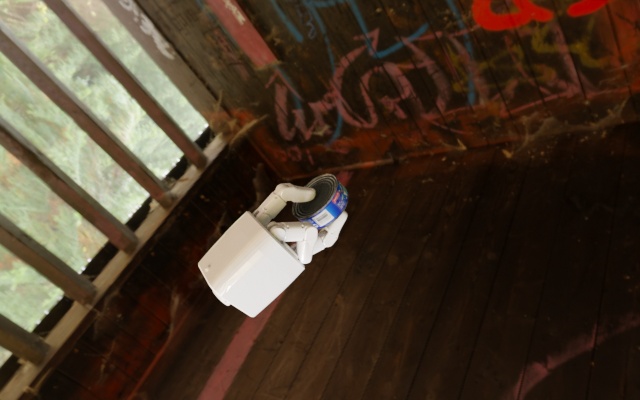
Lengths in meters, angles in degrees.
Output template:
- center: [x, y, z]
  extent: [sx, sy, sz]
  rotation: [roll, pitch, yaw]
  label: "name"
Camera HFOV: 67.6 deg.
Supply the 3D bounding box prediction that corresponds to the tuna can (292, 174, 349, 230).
- center: [0.001, 0.003, 0.727]
  extent: [0.086, 0.086, 0.034]
  rotation: [0, -38, 50]
  label: "tuna can"
